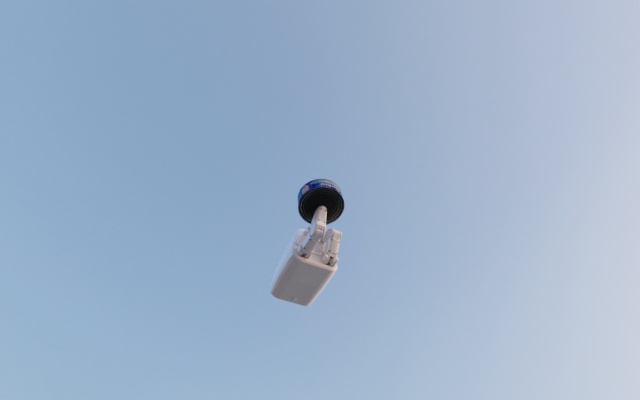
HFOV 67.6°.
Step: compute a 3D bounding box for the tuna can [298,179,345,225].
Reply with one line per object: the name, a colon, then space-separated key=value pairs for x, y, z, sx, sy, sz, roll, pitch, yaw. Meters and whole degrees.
tuna can: x=0.000 y=0.003 z=0.886 sx=0.086 sy=0.086 sz=0.033 roll=0 pitch=34 yaw=-7
